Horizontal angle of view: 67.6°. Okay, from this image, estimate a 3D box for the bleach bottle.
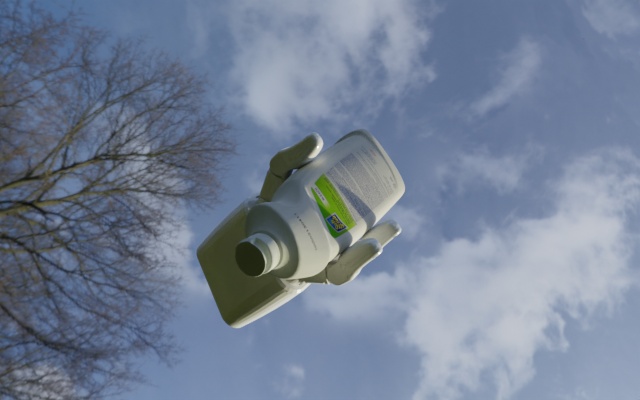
[{"bbox_3d":[0.000,0.002,0.463,0.068,0.102,0.250,-38,-3,33],"label":"bleach bottle"}]
